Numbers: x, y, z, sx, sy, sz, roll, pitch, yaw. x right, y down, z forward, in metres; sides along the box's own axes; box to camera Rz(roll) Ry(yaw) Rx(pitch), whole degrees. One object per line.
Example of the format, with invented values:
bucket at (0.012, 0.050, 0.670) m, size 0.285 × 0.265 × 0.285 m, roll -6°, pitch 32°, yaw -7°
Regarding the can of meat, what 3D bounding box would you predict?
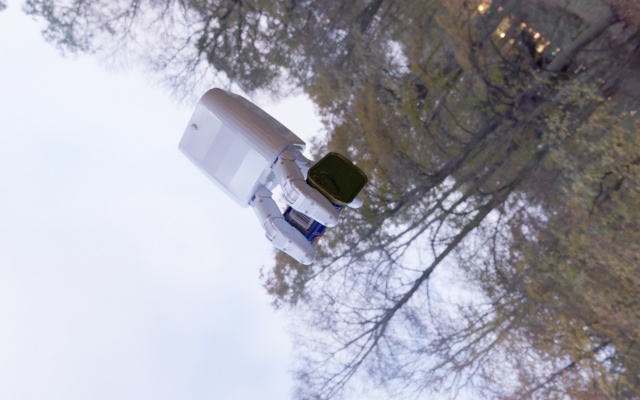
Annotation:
can of meat at (0.000, 0.002, 0.549) m, size 0.057 × 0.084 × 0.102 m, roll 38°, pitch 29°, yaw 3°
